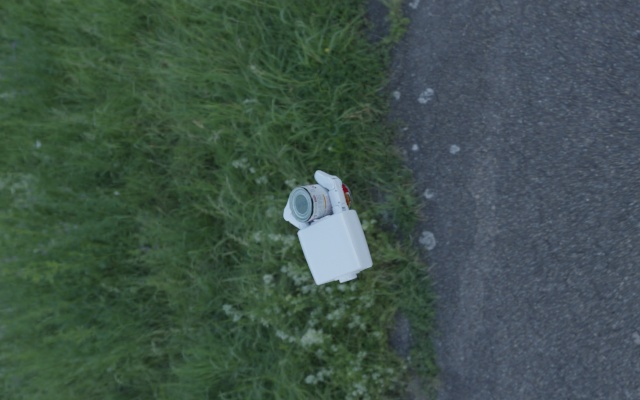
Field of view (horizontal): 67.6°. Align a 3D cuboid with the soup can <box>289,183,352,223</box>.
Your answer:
[{"bbox_3d":[0.000,0.002,0.896,0.102,0.068,0.068,-8,5,-42],"label":"soup can"}]
